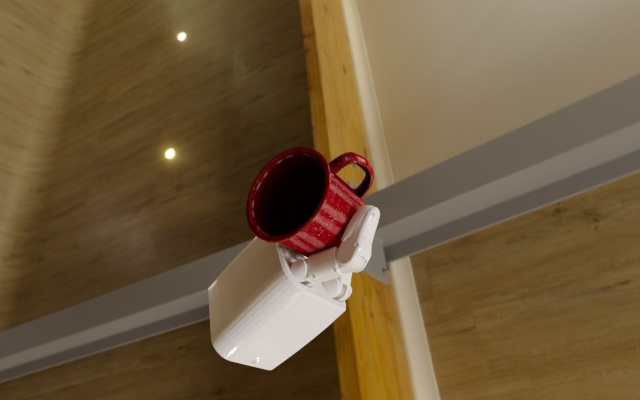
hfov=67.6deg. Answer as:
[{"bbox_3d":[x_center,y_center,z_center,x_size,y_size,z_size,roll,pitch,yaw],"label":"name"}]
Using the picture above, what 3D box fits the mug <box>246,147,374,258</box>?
[{"bbox_3d":[0.001,0.001,0.448,0.081,0.117,0.093,36,16,-47],"label":"mug"}]
